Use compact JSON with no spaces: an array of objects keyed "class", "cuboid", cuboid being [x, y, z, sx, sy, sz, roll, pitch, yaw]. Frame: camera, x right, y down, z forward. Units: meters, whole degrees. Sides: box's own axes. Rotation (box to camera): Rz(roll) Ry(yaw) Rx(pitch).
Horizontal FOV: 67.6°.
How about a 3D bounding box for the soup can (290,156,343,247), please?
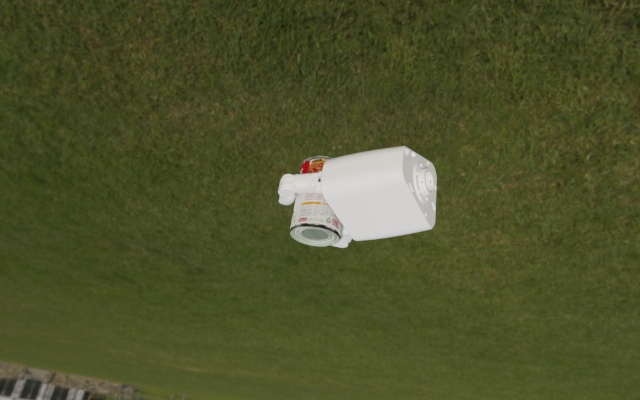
[{"class":"soup can","cuboid":[0.000,0.002,0.633,0.068,0.102,0.068,7,-26,3]}]
